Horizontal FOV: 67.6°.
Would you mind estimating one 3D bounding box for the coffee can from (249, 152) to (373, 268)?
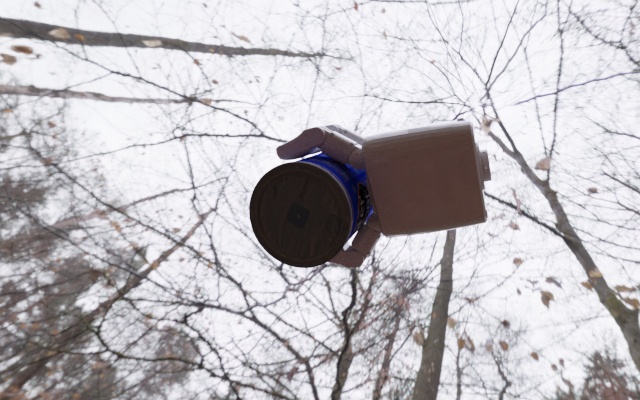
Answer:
[{"bbox_3d":[0.000,0.002,0.512,0.103,0.103,0.140,0,11,18],"label":"coffee can"}]
